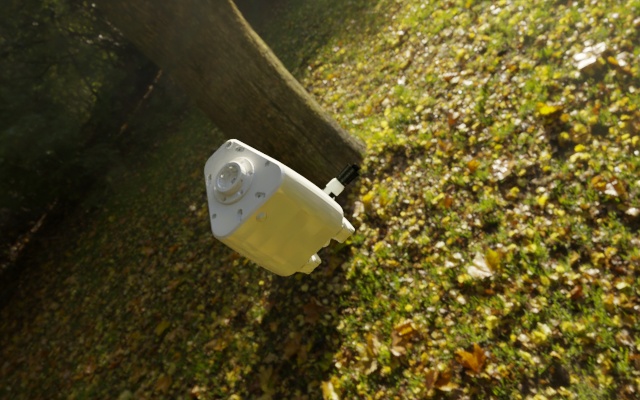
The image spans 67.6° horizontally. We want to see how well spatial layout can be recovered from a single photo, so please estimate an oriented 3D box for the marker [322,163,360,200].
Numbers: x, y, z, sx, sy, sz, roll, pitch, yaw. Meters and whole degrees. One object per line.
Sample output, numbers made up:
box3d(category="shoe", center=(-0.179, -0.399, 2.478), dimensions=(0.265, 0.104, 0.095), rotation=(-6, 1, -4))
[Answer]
box3d(category="marker", center=(0.000, 0.002, 0.561), dimensions=(0.020, 0.121, 0.020), rotation=(44, 6, -6))
